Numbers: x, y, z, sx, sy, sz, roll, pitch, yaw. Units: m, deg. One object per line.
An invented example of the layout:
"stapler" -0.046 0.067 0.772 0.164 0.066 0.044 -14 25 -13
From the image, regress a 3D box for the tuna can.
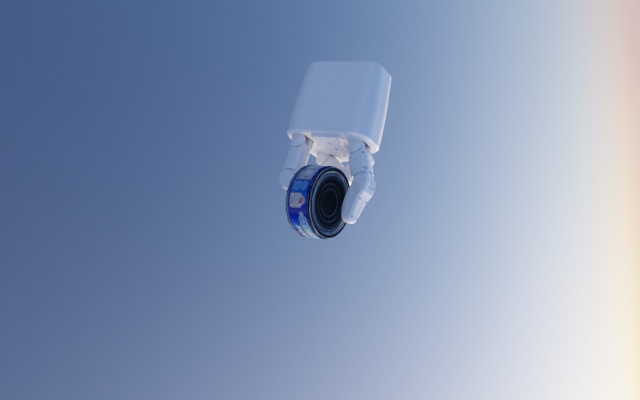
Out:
"tuna can" 0.001 0.002 0.551 0.034 0.086 0.086 5 3 37
